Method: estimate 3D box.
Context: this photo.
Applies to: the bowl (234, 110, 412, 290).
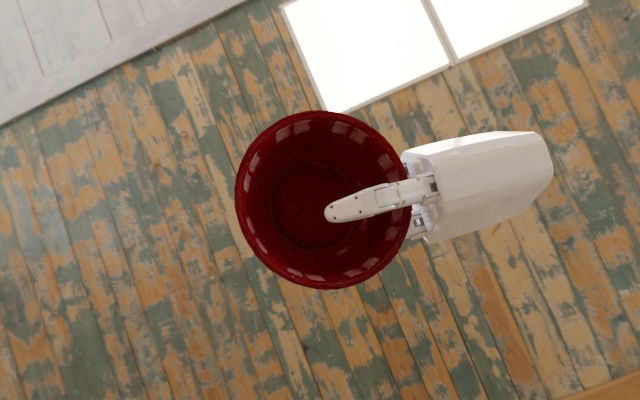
[{"bbox_3d":[-0.001,0.002,0.446,0.162,0.162,0.055,0,-10,-13],"label":"bowl"}]
